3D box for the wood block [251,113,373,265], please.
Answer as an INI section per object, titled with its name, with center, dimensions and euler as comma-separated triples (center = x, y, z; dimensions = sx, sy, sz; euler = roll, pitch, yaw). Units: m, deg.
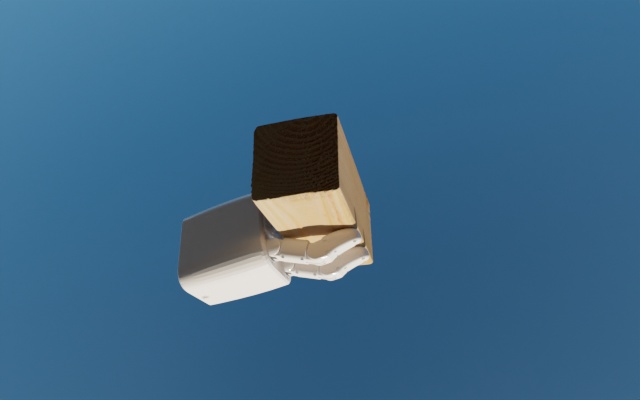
[wood block]
center = 0.000, 0.002, 0.554
dimensions = 0.090, 0.090, 0.206
euler = -8, -28, 12
